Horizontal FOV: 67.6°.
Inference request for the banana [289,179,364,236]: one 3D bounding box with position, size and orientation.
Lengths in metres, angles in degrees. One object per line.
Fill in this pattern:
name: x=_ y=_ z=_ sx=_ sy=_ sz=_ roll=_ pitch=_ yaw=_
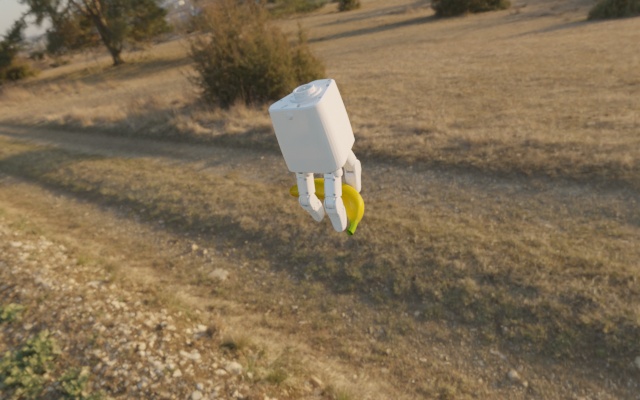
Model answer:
banana: x=0.017 y=-0.006 z=0.815 sx=0.069 sy=0.037 sz=0.197 roll=-34 pitch=34 yaw=-18
